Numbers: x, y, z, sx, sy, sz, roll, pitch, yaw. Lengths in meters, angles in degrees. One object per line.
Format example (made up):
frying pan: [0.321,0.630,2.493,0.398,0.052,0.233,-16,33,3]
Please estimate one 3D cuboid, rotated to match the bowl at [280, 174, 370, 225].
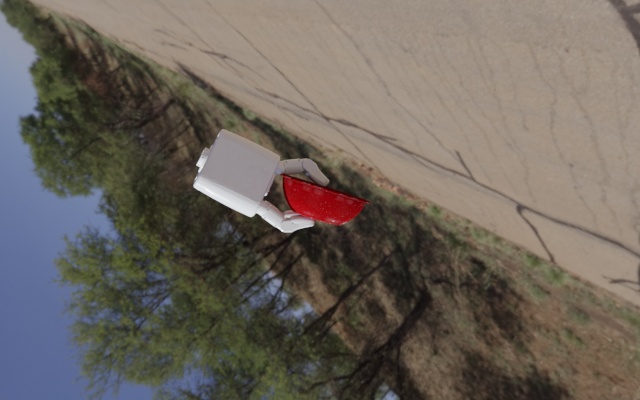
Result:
bowl: [0.001,0.003,0.814,0.162,0.055,0.162,17,3,-1]
